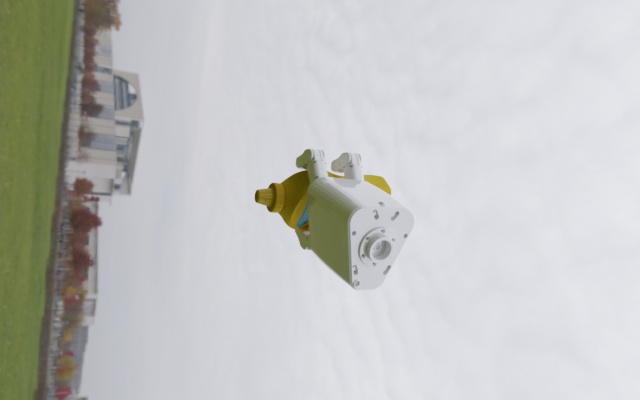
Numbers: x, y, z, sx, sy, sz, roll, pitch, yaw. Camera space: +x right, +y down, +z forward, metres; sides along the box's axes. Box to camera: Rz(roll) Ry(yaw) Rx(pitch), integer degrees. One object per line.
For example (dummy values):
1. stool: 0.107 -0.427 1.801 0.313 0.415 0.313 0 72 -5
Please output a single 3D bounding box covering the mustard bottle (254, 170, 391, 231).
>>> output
1. mustard bottle: 0.000 0.002 0.675 0.191 0.096 0.058 5 40 -28
